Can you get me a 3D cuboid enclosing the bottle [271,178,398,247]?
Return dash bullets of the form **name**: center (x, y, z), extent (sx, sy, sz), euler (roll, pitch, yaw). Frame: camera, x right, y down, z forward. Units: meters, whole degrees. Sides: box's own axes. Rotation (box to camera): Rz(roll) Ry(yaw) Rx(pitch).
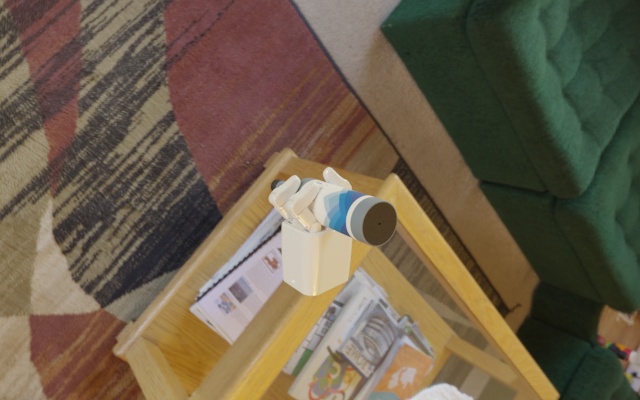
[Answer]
- **bottle**: center (0.000, 0.003, 0.775), extent (0.069, 0.069, 0.295), euler (0, 12, -35)
